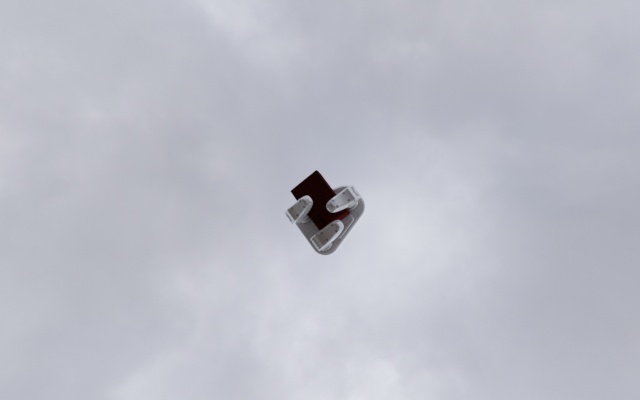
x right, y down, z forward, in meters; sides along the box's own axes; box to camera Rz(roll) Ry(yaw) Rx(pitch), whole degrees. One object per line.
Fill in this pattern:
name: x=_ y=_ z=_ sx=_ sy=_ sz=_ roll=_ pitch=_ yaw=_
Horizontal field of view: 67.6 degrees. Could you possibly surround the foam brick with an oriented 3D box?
foam brick: x=0.000 y=0.002 z=0.725 sx=0.053 sy=0.078 sz=0.051 roll=-37 pitch=-8 yaw=4
